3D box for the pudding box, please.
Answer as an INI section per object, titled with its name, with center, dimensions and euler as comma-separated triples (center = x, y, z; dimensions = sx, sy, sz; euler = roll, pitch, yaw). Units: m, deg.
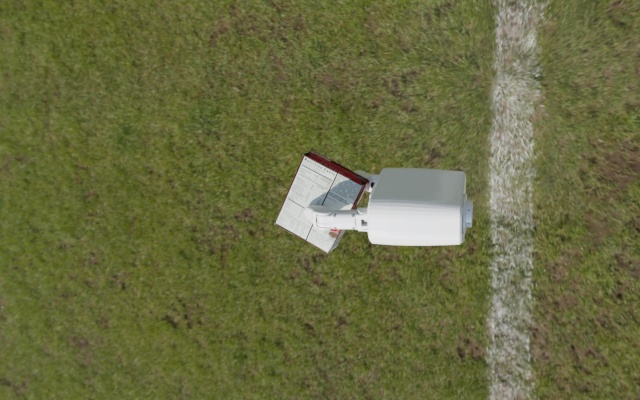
[pudding box]
center = 0.000, 0.002, 0.637
dimensions = 0.090, 0.113, 0.039
euler = 29, 20, 10
